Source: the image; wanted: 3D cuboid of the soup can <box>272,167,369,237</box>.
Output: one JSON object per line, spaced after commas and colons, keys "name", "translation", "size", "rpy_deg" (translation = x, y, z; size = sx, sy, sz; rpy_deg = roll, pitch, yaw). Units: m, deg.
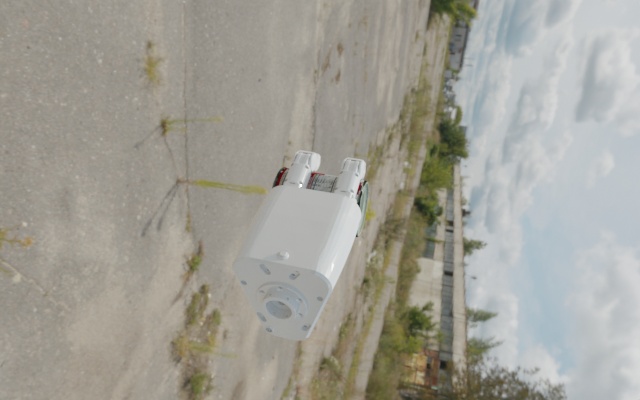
{"name": "soup can", "translation": [0.001, 0.002, 0.557], "size": [0.102, 0.068, 0.068], "rpy_deg": [9, 2, 12]}
